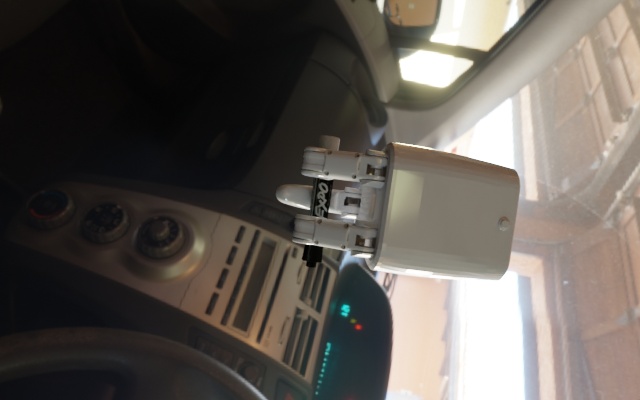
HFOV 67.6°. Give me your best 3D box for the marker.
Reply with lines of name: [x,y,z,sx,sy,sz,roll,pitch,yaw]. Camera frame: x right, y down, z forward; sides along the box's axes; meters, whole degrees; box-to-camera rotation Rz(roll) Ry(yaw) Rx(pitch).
marker: [0.000,0.001,0.439,0.020,0.121,0.020,8,0,0]
